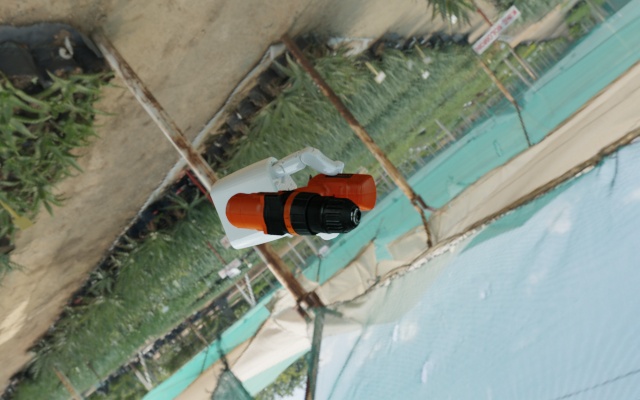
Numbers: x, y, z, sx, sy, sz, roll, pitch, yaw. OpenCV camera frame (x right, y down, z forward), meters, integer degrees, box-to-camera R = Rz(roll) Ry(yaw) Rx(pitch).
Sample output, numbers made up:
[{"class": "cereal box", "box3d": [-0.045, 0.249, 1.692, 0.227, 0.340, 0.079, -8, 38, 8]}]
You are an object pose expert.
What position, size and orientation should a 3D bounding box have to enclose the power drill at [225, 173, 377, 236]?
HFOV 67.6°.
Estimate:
[{"class": "power drill", "box3d": [0.000, 0.002, 0.621, 0.184, 0.057, 0.187, 4, 11, 32]}]
